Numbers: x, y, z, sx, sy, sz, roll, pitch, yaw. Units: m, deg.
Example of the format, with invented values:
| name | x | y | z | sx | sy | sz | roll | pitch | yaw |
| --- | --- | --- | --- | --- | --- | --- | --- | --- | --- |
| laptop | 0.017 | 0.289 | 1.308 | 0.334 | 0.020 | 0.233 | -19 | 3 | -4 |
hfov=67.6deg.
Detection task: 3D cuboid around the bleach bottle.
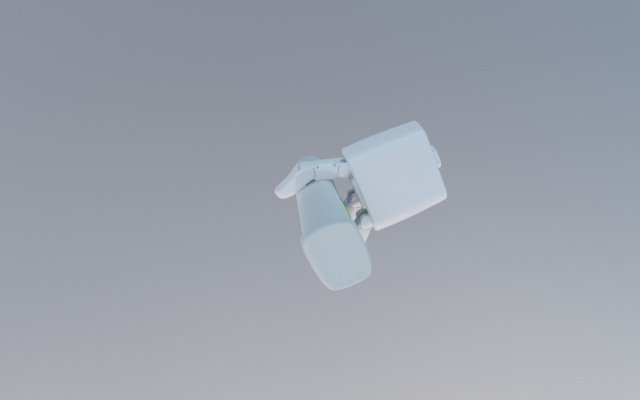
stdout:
| name | x | y | z | sx | sy | sz | roll | pitch | yaw |
| --- | --- | --- | --- | --- | --- | --- | --- | --- | --- |
| bleach bottle | 0.000 | 0.002 | 0.649 | 0.068 | 0.103 | 0.250 | -23 | 34 | 3 |
